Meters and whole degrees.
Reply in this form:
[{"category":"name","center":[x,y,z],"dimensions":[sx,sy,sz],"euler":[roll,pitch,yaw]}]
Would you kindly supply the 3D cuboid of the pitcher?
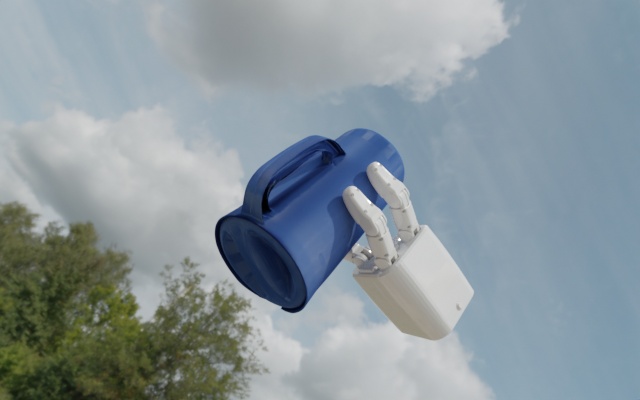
[{"category":"pitcher","center":[0.000,0.002,0.577],"dimensions":[0.242,0.145,0.149],"euler":[-43,5,-37]}]
